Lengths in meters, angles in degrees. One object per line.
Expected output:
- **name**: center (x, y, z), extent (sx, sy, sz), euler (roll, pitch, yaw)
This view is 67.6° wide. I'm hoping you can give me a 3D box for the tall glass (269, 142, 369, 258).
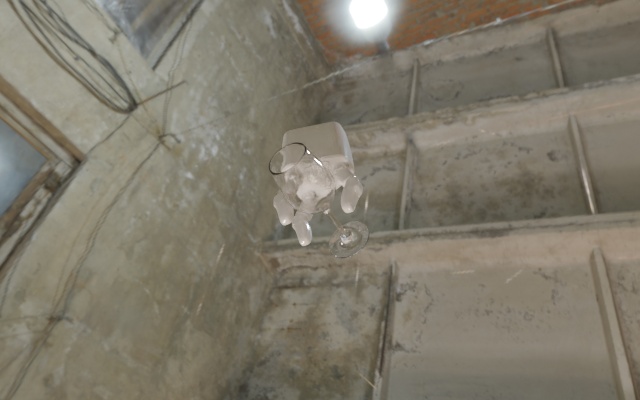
- **tall glass**: center (0.001, 0.003, 0.733), extent (0.079, 0.079, 0.201), euler (0, -39, 37)
